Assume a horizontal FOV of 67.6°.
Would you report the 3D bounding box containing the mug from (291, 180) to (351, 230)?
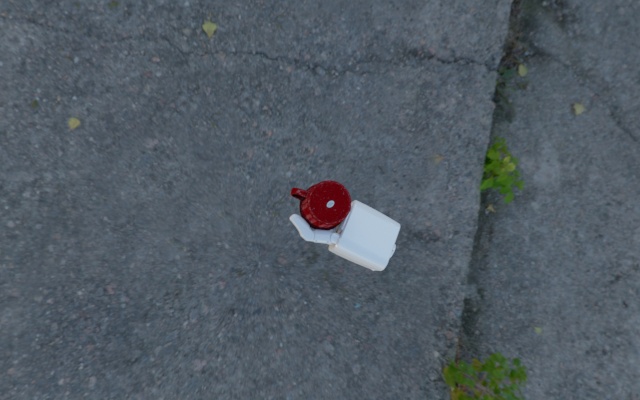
[{"bbox_3d":[-0.001,0.002,0.888,0.117,0.093,0.081,25,-10,-5],"label":"mug"}]
